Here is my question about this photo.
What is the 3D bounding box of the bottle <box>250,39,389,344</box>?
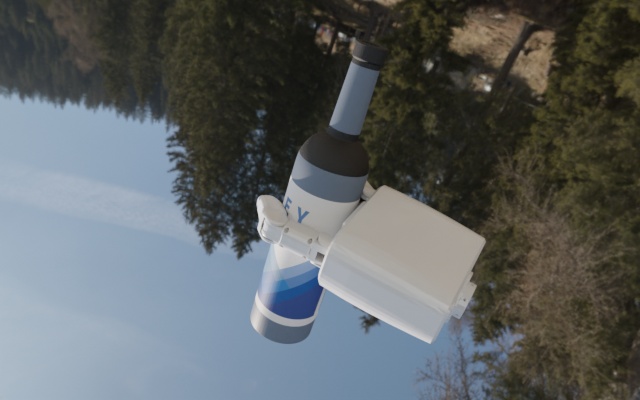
[{"bbox_3d":[0.000,0.002,0.445,0.069,0.296,0.069,15,25,-7],"label":"bottle"}]
